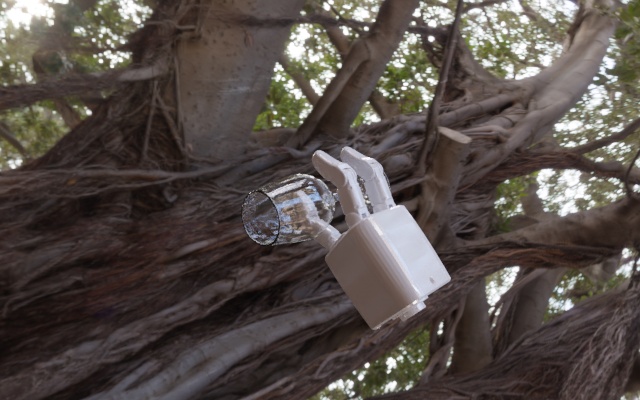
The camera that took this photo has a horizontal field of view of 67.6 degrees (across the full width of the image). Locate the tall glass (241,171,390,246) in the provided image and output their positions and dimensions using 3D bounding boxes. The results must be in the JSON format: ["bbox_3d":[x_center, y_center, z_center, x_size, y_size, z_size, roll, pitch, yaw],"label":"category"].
[{"bbox_3d":[0.000,0.002,0.584,0.079,0.079,0.201,0,10,42],"label":"tall glass"}]
